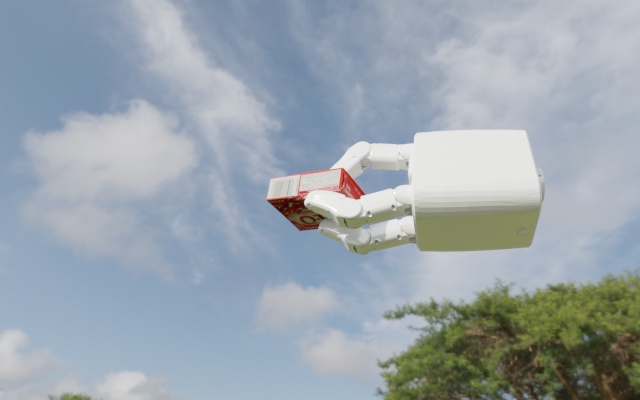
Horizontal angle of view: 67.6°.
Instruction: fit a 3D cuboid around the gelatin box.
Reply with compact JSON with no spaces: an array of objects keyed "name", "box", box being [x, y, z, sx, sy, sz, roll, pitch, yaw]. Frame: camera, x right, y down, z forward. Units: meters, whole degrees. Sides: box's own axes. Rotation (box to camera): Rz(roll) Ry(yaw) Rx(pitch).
[{"name":"gelatin box","box":[0.000,0.001,0.500,0.089,0.030,0.073,-7,-32,27]}]
